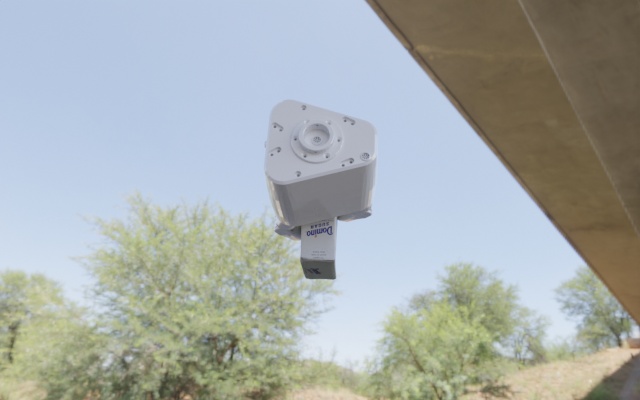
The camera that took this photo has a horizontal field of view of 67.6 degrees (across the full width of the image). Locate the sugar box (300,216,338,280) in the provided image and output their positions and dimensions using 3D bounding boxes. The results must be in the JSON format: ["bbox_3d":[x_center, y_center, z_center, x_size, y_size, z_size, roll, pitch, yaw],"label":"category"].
[{"bbox_3d":[0.000,0.002,0.592,0.048,0.176,0.093,2,-22,4],"label":"sugar box"}]
